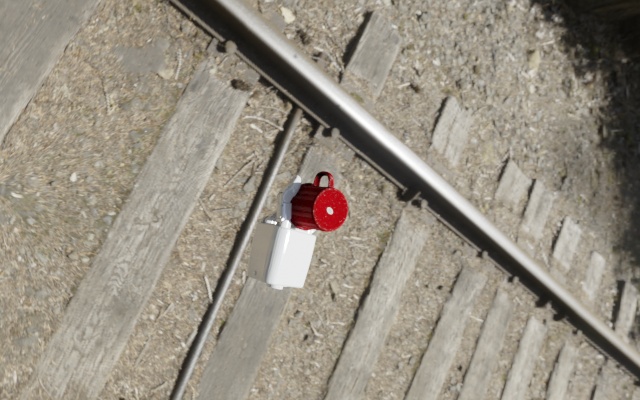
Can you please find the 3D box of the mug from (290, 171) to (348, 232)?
[{"bbox_3d":[0.001,0.002,0.892,0.093,0.117,0.081,16,-6,-34],"label":"mug"}]
